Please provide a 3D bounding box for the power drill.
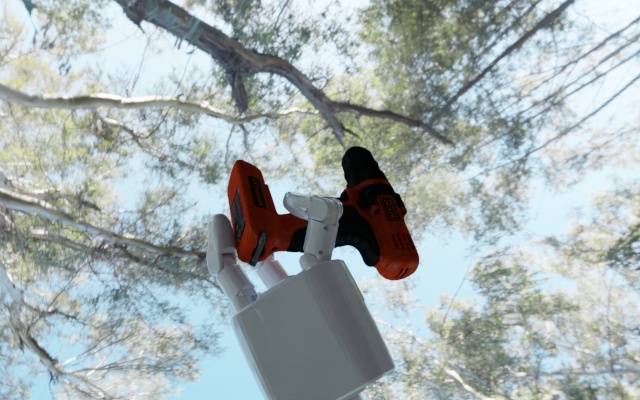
[{"bbox_3d":[0.000,0.002,0.509,0.187,0.184,0.057,2,-45,-22],"label":"power drill"}]
